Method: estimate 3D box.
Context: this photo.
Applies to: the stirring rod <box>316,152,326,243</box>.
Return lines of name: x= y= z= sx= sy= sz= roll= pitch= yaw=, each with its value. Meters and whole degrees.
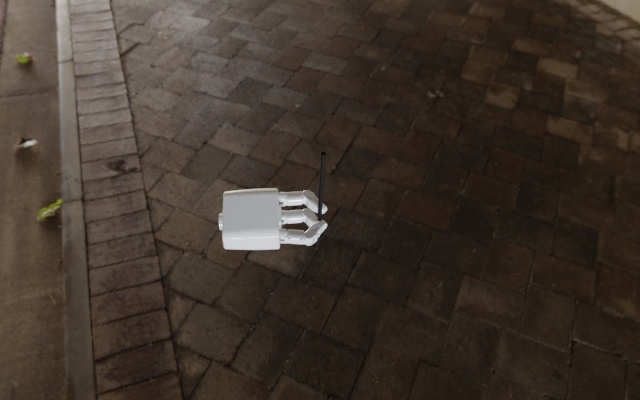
stirring rod: x=0.000 y=0.003 z=0.886 sx=0.011 sy=0.011 sz=0.240 roll=0 pitch=-43 yaw=-3
